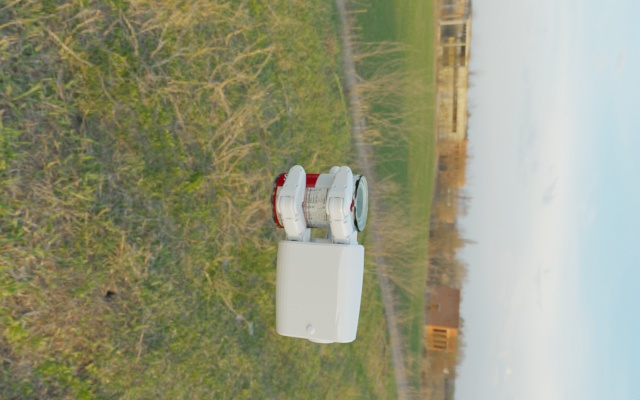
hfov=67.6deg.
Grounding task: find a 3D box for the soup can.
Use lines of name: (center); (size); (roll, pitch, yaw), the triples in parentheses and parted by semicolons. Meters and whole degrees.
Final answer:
soup can: (0.000, 0.001, 0.565); (0.102, 0.068, 0.068); (2, 1, 17)
